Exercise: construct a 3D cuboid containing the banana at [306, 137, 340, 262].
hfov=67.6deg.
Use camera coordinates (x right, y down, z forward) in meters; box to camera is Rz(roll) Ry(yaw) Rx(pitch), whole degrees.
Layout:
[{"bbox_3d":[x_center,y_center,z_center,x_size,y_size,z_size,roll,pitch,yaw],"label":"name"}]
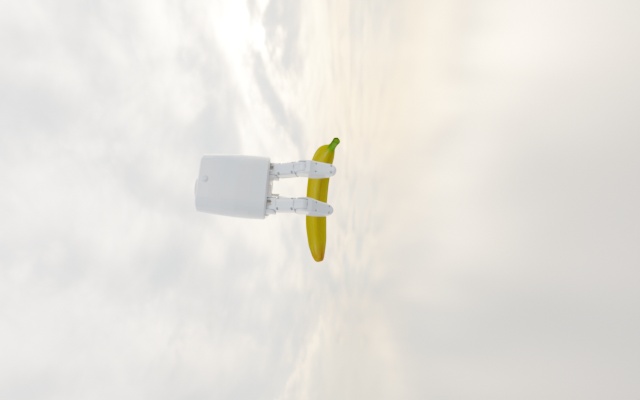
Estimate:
[{"bbox_3d":[-0.003,-0.003,0.766,0.037,0.198,0.069,5,7,-11],"label":"banana"}]
